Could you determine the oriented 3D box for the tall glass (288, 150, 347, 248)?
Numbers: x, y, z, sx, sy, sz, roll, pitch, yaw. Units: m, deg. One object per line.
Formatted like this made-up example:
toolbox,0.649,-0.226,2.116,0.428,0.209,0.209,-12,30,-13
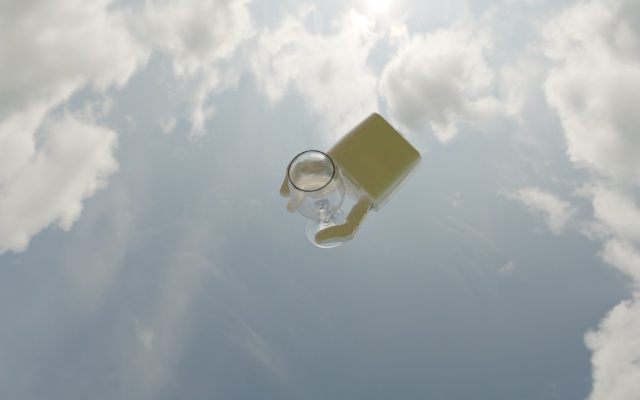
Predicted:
tall glass,0.000,0.003,0.704,0.079,0.079,0.201,0,-24,8
